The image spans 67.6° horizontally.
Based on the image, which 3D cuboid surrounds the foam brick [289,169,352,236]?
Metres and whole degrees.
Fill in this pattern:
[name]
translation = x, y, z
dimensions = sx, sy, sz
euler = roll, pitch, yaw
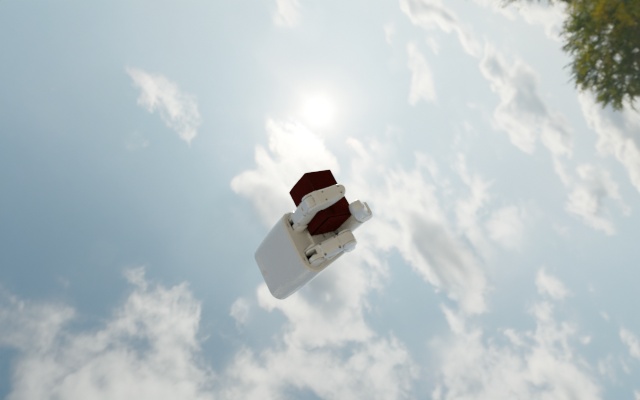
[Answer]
[foam brick]
translation = 0.000, 0.002, 0.687
dimensions = 0.053, 0.078, 0.051
euler = -9, -28, -41
